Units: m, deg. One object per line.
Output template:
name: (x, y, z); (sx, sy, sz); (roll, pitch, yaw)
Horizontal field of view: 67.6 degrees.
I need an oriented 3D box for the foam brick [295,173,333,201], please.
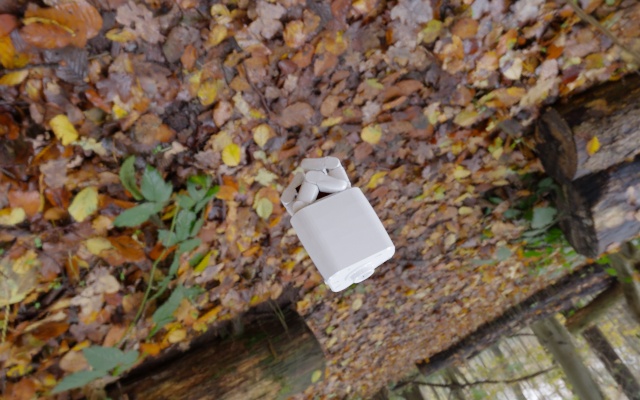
foam brick: (0.000, 0.002, 0.741); (0.053, 0.051, 0.078); (-30, -23, -4)
